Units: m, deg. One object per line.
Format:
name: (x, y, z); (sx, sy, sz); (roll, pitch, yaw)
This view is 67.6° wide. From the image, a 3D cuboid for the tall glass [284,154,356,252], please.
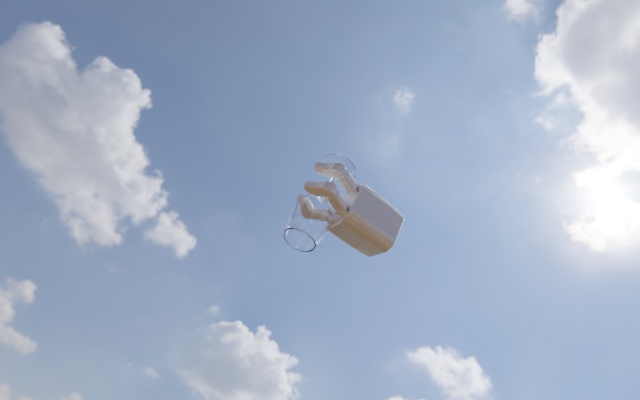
tall glass: (0.000, 0.002, 0.898); (0.079, 0.079, 0.201); (0, 42, 31)
